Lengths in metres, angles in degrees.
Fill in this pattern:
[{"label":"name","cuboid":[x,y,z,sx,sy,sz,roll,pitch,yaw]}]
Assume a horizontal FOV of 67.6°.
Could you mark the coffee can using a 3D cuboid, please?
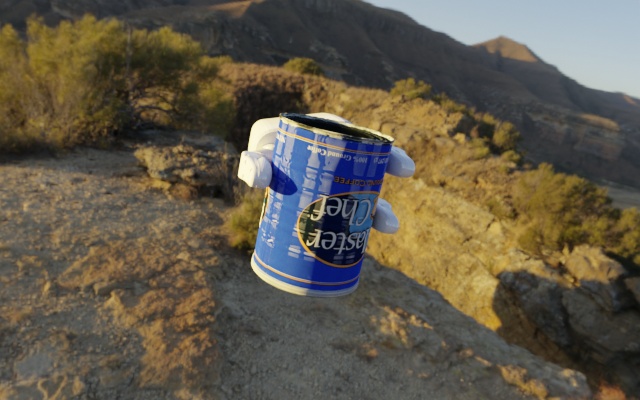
[{"label":"coffee can","cuboid":[0.000,0.002,0.432,0.103,0.140,0.102,12,15,-3]}]
